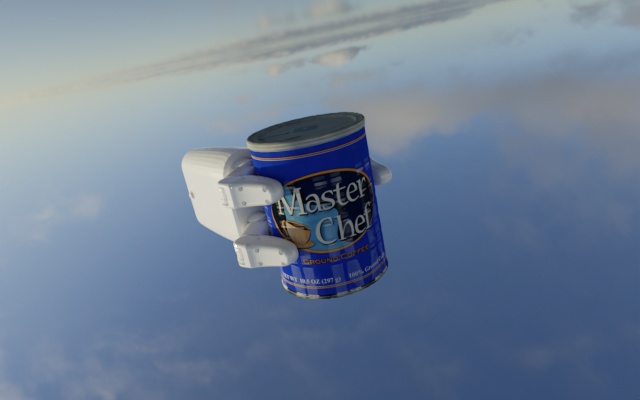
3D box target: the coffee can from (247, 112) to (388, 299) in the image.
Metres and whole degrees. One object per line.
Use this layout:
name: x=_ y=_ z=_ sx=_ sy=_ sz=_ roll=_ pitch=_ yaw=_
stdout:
coffee can: x=0.000 y=0.001 z=0.430 sx=0.103 sy=0.140 sz=0.102 roll=-10 pitch=19 yaw=4
